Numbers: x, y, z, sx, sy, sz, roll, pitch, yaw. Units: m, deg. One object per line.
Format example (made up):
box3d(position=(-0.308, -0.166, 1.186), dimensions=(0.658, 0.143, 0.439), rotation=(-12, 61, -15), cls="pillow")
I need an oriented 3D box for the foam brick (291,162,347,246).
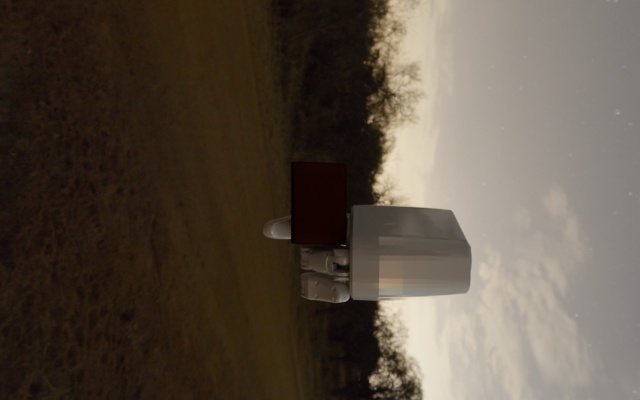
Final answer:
box3d(position=(0.000, 0.001, 0.465), dimensions=(0.051, 0.078, 0.053), rotation=(0, 4, 6), cls="foam brick")
